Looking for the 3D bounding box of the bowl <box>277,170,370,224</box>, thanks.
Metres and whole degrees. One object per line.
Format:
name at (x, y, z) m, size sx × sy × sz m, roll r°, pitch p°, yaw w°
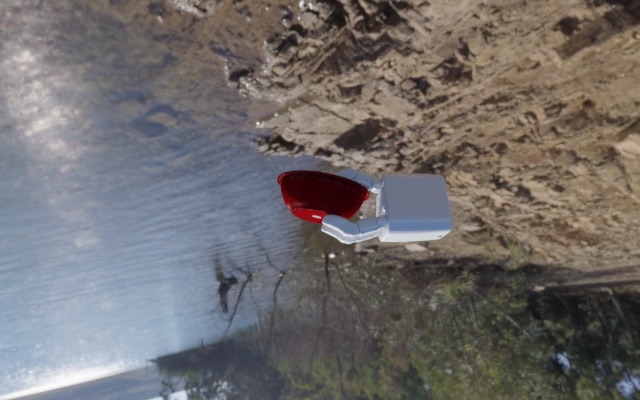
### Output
bowl at (-0.001, 0.003, 0.810) m, size 0.162 × 0.055 × 0.162 m, roll 10°, pitch -15°, yaw 3°
